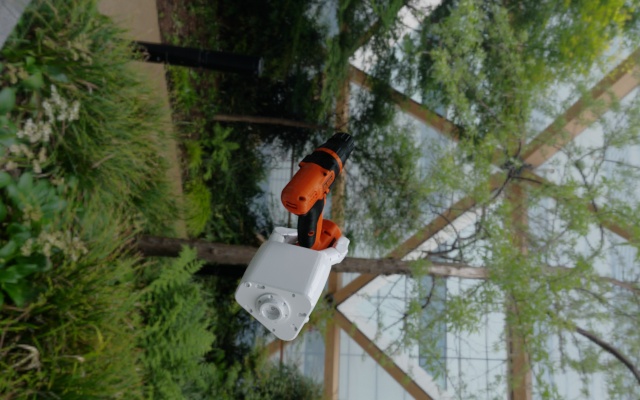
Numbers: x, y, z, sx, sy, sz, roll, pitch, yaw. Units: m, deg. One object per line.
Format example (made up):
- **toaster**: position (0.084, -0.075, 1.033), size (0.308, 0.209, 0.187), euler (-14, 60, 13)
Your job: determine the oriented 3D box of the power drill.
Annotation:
- **power drill**: position (0.000, 0.003, 0.761), size (0.057, 0.188, 0.184), euler (19, 45, 22)
